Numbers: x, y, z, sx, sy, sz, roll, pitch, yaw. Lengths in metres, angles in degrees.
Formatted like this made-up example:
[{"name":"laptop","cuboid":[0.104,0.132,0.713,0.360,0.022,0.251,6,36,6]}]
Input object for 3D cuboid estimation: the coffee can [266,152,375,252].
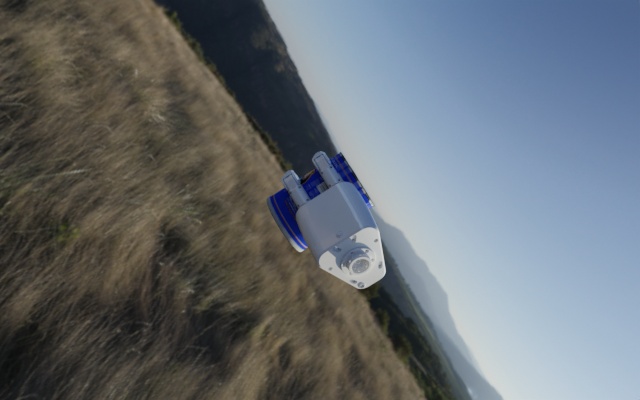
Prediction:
[{"name":"coffee can","cuboid":[0.000,0.003,0.762,0.140,0.103,0.103,-32,-3,4]}]
